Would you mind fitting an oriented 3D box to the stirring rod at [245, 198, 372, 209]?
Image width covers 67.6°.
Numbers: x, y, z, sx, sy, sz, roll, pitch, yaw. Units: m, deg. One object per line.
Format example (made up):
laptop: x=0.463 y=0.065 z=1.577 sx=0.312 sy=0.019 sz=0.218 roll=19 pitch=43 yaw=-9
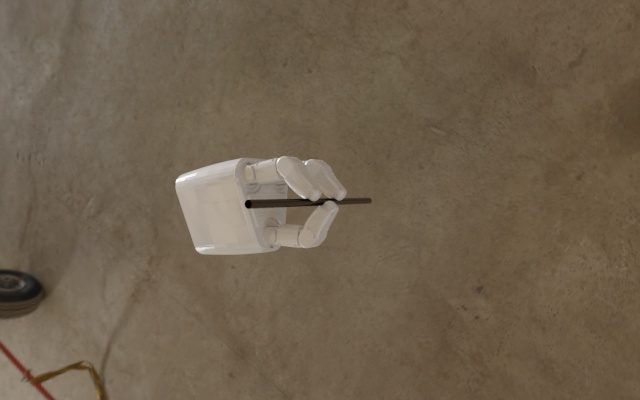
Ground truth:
stirring rod: x=0.000 y=0.002 z=0.516 sx=0.011 sy=0.011 sz=0.239 roll=0 pitch=1 yaw=31
